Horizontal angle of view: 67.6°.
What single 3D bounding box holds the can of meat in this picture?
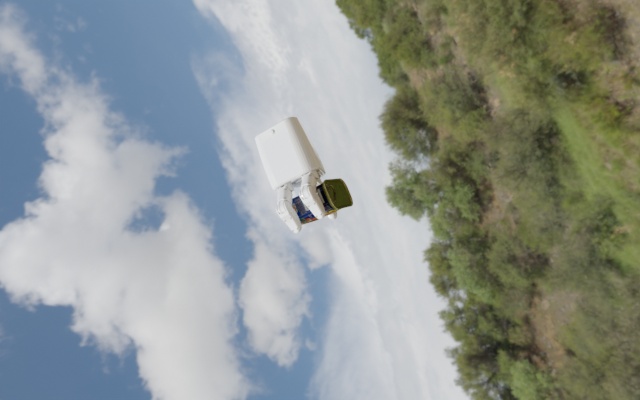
[{"bbox_3d":[0.000,0.003,0.878,0.084,0.057,0.102,-26,-6,23],"label":"can of meat"}]
